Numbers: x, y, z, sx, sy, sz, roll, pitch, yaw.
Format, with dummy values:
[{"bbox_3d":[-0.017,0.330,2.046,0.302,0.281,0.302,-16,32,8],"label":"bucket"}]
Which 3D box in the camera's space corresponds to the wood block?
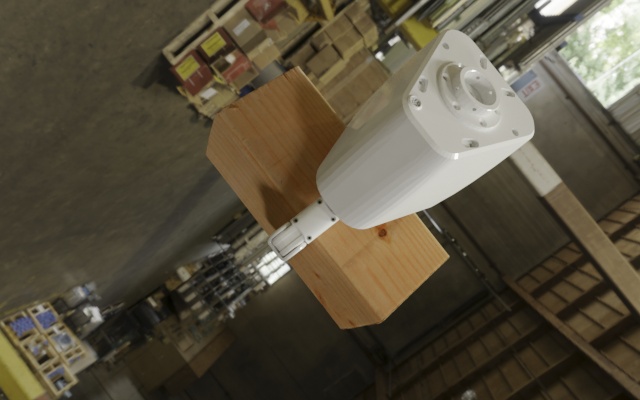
[{"bbox_3d":[0.000,0.002,0.422,0.091,0.206,0.090,-37,-3,-25],"label":"wood block"}]
